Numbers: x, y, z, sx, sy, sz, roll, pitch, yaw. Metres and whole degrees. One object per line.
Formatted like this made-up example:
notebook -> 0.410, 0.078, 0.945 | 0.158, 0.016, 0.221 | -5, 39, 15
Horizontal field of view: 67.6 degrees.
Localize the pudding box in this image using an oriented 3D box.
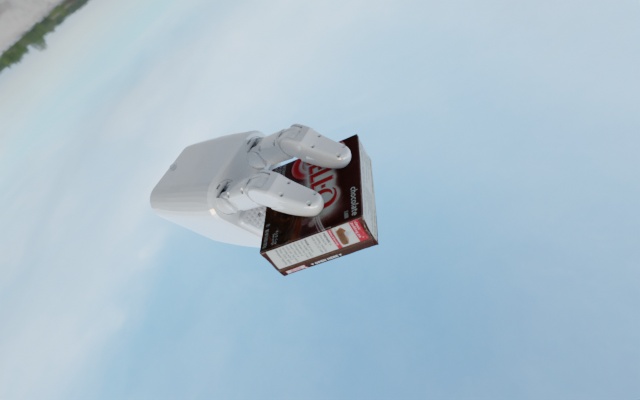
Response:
pudding box -> 0.000, 0.001, 0.408 | 0.090, 0.113, 0.039 | -22, -51, 19
